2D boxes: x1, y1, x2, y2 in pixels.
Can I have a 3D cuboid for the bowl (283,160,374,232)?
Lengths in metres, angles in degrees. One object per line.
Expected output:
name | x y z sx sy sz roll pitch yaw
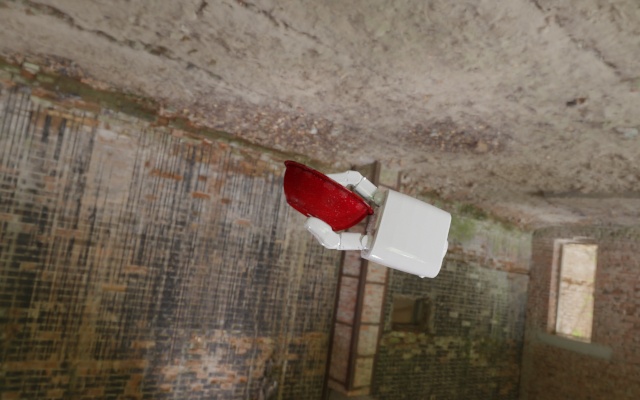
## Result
bowl | -0.001 0.002 0.743 0.162 0.055 0.162 30 -7 4
